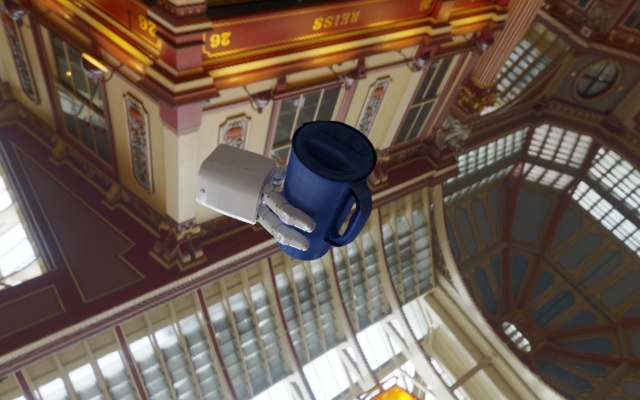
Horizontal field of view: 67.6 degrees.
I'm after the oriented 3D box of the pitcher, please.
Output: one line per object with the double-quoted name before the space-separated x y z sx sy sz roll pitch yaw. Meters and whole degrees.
"pitcher" 0.000 0.003 0.795 0.145 0.149 0.243 18 -43 -2
